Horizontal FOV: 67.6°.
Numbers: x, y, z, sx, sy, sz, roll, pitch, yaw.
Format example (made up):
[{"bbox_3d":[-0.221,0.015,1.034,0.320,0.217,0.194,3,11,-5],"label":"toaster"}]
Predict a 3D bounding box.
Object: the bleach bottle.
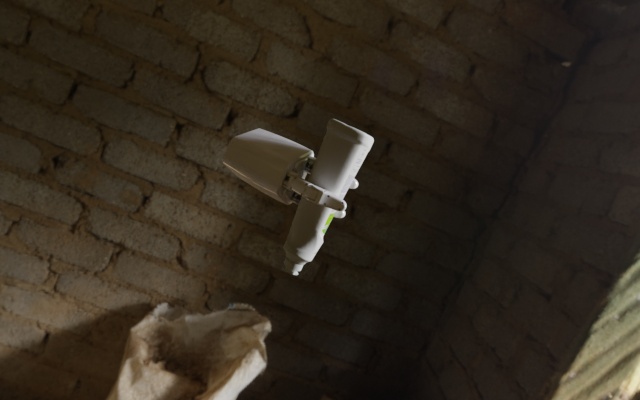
[{"bbox_3d":[0.000,0.002,0.751,0.068,0.251,0.102,27,9,13],"label":"bleach bottle"}]
